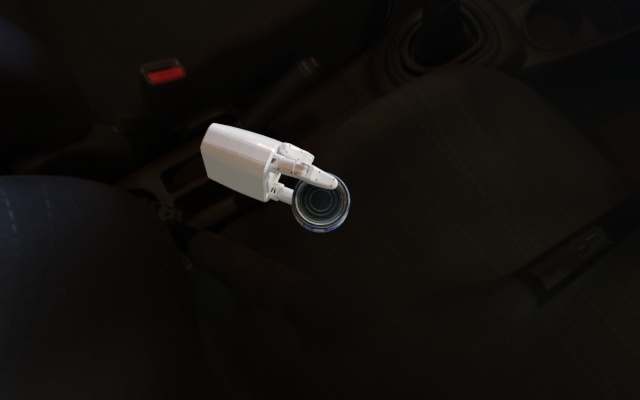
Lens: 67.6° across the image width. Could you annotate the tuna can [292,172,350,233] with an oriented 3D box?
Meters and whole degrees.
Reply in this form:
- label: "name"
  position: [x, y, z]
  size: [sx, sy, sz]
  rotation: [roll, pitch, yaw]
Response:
- label: "tuna can"
  position: [0.000, 0.002, 0.698]
  size: [0.086, 0.086, 0.034]
  rotation: [0, -12, -2]
